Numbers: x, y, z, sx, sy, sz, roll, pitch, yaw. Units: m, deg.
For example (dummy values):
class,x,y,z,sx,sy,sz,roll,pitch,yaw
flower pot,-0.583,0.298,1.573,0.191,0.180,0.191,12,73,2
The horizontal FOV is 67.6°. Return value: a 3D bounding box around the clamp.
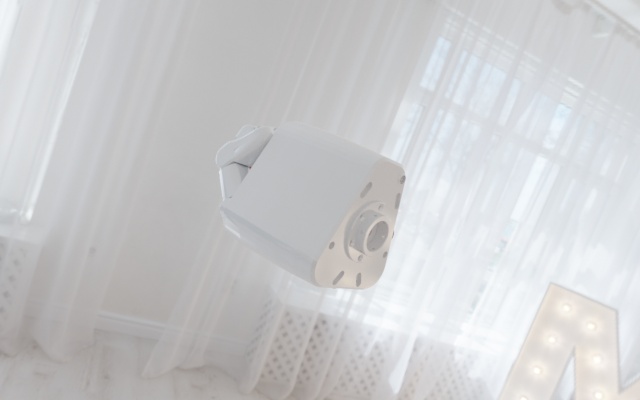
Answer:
class,x,y,z,sx,sy,sz,roll,pitch,yaw
clamp,0.000,0.001,0.499,0.120,0.039,0.171,26,7,40
